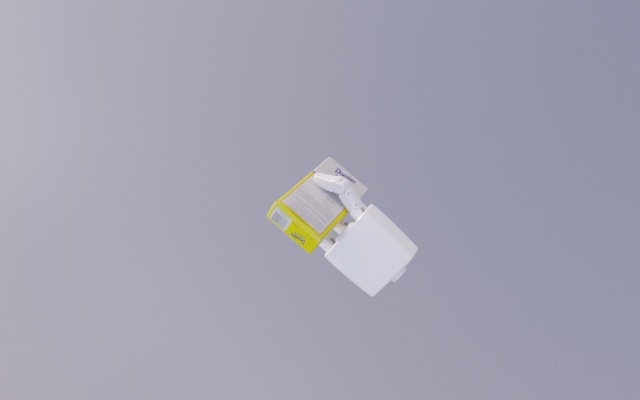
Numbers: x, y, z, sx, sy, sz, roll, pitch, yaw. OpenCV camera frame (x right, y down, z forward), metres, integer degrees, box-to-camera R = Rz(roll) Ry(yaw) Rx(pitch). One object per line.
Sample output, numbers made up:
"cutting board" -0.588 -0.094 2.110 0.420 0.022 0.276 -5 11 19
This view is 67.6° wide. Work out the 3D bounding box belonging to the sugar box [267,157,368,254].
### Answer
"sugar box" 0.000 0.003 0.786 0.176 0.093 0.048 -42 -9 -51
